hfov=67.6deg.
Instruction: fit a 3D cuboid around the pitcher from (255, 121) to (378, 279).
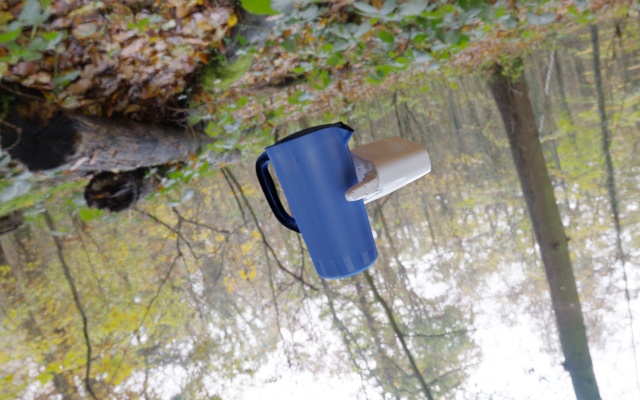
[{"bbox_3d":[0.000,0.003,0.789,0.145,0.243,0.149,-22,10,-19],"label":"pitcher"}]
